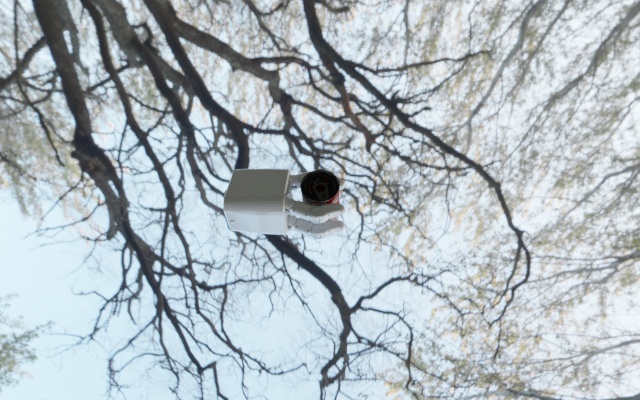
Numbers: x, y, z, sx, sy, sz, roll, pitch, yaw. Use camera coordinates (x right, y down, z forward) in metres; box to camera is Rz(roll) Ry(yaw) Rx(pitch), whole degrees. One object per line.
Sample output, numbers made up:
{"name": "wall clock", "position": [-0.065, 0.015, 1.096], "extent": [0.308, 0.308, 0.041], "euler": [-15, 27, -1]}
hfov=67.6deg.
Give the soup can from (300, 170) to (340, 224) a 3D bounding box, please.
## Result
{"name": "soup can", "position": [0.001, 0.003, 0.855], "extent": [0.068, 0.068, 0.102], "euler": [0, -34, 1]}
